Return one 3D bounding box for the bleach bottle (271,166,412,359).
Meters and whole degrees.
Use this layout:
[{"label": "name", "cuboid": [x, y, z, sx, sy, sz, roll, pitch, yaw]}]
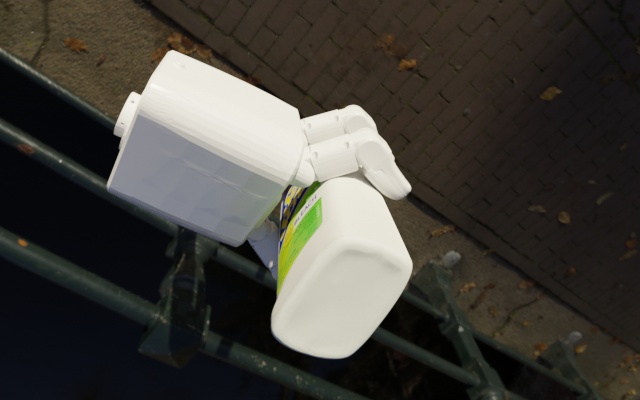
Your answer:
[{"label": "bleach bottle", "cuboid": [0.000, 0.001, 0.401, 0.068, 0.103, 0.250, 23, 24, -19]}]
